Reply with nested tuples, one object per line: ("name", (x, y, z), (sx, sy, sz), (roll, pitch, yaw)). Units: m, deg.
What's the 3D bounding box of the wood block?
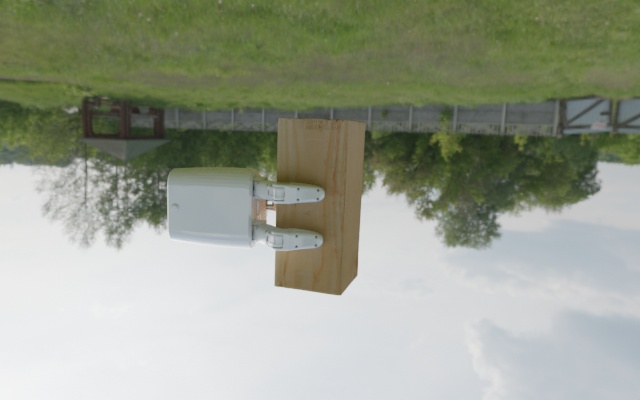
("wood block", (0.000, 0.002, 0.604), (0.090, 0.206, 0.091), (5, 9, 16))
